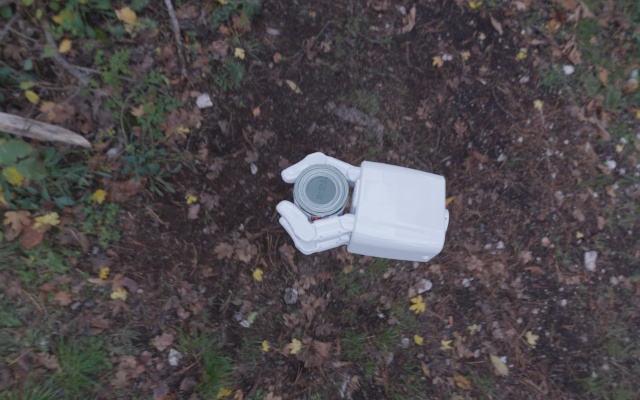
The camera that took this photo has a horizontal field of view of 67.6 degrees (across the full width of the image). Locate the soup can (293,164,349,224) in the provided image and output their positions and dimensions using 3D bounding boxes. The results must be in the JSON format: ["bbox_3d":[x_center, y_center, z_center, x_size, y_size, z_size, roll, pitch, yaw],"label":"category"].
[{"bbox_3d":[0.000,0.002,0.607,0.068,0.068,0.102,0,-17,-1],"label":"soup can"}]
